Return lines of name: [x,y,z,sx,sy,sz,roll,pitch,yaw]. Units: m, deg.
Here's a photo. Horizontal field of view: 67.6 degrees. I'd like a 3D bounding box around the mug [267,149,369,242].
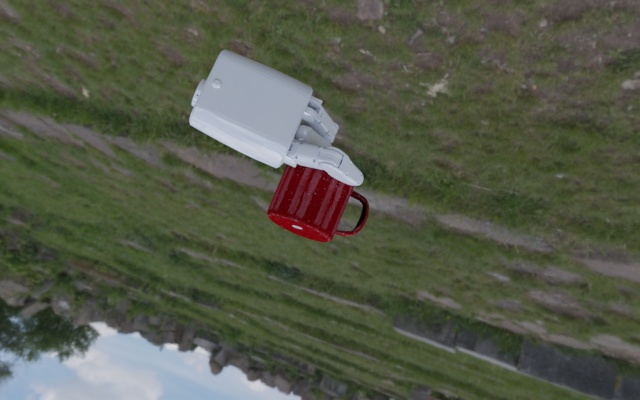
mug: [0.001,0.003,0.556,0.117,0.081,0.093,25,-14,-9]
